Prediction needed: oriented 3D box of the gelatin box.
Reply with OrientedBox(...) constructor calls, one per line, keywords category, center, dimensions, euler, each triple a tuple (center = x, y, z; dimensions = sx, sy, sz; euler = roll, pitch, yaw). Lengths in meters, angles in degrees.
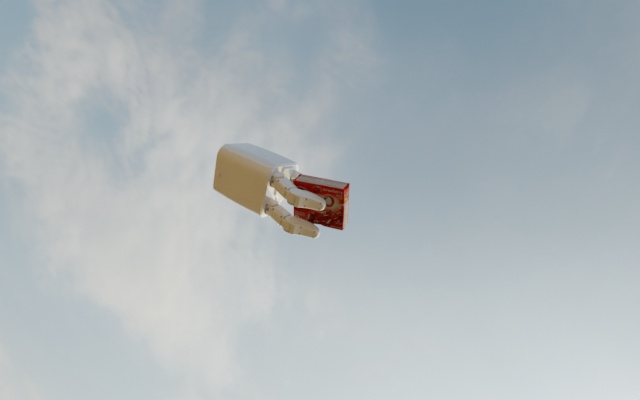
OrientedBox(category="gelatin box", center=(0.001, 0.002, 0.762), dimensions=(0.089, 0.073, 0.030), euler=(11, 29, 19))
